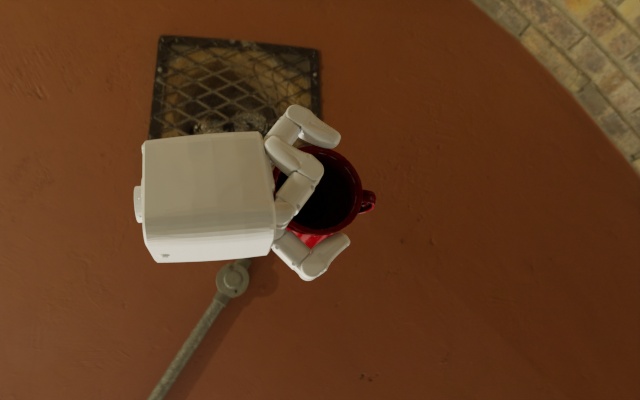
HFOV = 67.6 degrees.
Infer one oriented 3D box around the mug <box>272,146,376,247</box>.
[{"bbox_3d":[0.001,0.002,0.504,0.117,0.093,0.081,-1,-19,-13],"label":"mug"}]
